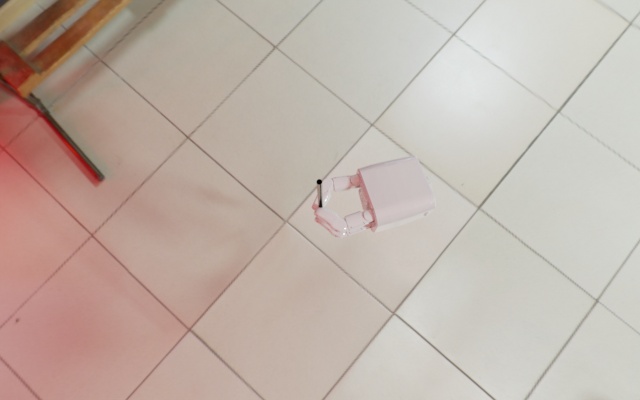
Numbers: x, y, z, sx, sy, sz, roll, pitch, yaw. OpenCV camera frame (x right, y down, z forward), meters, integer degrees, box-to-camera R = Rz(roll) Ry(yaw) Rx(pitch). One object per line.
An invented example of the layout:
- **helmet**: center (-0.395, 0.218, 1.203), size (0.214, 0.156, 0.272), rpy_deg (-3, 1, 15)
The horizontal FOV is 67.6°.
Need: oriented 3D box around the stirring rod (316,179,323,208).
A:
- **stirring rod**: center (0.000, 0.002, 0.761), size (0.011, 0.011, 0.239), rpy_deg (0, -13, 1)
